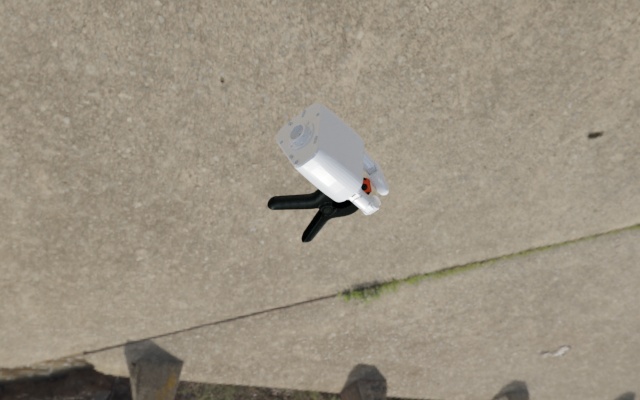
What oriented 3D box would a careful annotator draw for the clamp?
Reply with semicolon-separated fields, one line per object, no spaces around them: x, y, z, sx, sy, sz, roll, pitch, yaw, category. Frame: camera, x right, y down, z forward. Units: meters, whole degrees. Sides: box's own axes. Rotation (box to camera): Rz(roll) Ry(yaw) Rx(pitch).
0.000;0.003;0.797;0.171;0.039;0.120;-34;-46;22;clamp
